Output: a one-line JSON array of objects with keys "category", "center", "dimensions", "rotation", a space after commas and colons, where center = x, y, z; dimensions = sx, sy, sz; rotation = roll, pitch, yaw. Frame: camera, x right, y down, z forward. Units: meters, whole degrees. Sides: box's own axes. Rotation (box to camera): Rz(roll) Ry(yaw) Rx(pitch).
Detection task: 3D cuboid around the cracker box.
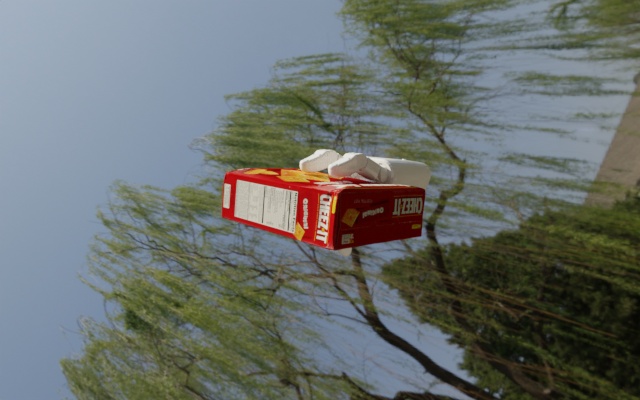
[{"category": "cracker box", "center": [0.000, 0.002, 0.619], "dimensions": [0.164, 0.072, 0.213], "rotation": [-4, 10, -45]}]
